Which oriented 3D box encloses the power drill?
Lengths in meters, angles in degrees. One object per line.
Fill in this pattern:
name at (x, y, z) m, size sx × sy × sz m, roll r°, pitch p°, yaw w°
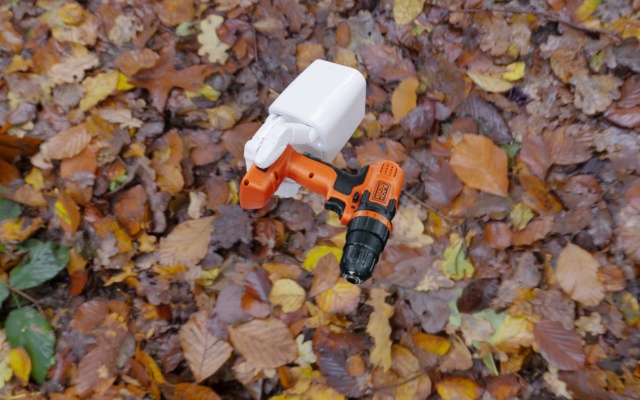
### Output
power drill at (0.000, 0.002, 0.590) m, size 0.187 × 0.184 × 0.057 m, roll 20°, pitch -41°, yaw 5°
